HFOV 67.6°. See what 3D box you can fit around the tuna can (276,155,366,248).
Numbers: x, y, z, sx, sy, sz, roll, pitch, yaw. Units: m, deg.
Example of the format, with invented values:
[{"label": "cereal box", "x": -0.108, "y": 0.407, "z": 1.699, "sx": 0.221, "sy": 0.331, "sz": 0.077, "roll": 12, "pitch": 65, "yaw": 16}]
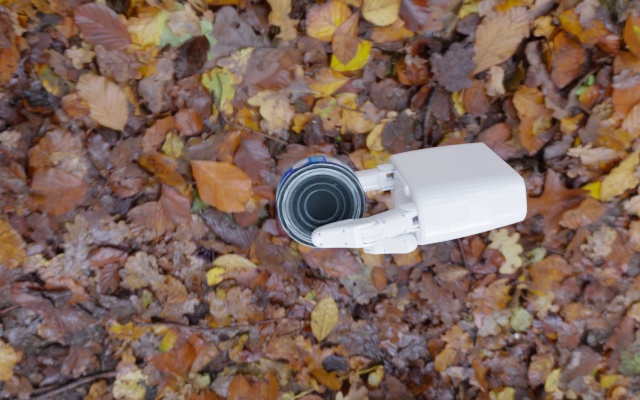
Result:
[{"label": "tuna can", "x": 0.000, "y": 0.002, "z": 0.457, "sx": 0.086, "sy": 0.086, "sz": 0.033, "roll": 0, "pitch": 16, "yaw": -4}]
